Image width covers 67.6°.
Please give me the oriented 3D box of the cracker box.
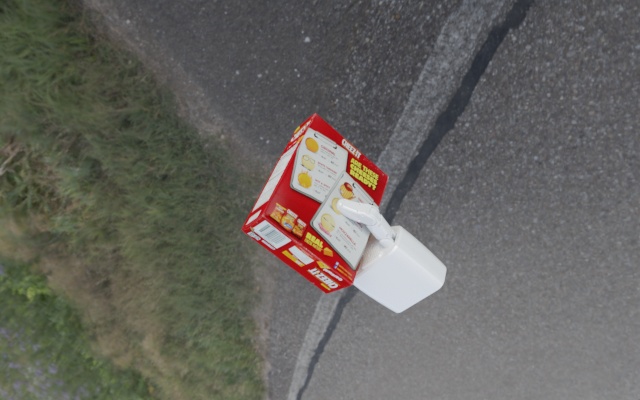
[{"bbox_3d":[0.000,0.002,0.708,0.164,0.213,0.072,39,-41,-19],"label":"cracker box"}]
